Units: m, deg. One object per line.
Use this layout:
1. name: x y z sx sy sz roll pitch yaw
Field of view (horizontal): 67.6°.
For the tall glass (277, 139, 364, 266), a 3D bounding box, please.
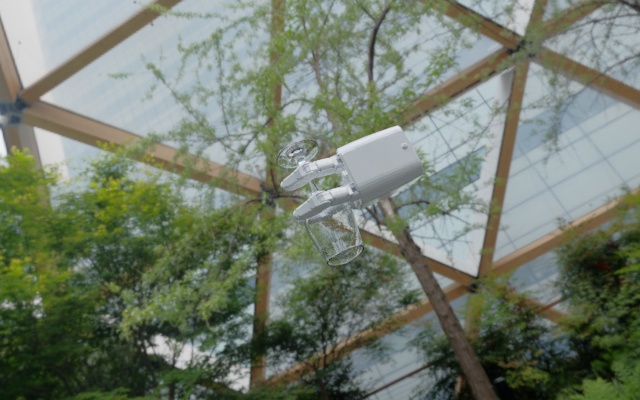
1. tall glass: 0.000 0.002 0.761 0.079 0.201 0.079 -20 -25 -10
